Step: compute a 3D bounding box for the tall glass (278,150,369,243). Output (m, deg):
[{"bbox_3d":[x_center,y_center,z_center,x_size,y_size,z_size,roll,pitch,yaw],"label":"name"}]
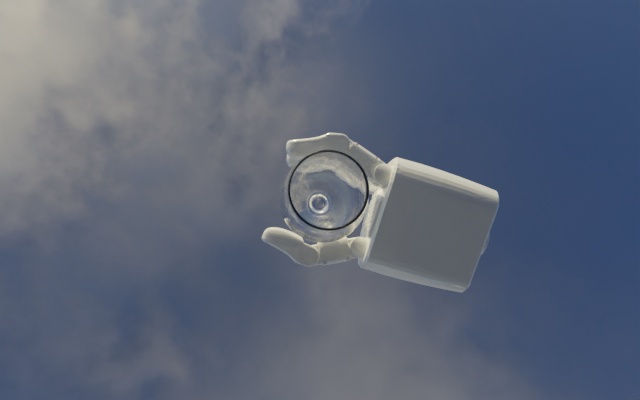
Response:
[{"bbox_3d":[0.000,0.002,0.457,0.079,0.079,0.201,0,-6,-3],"label":"tall glass"}]
